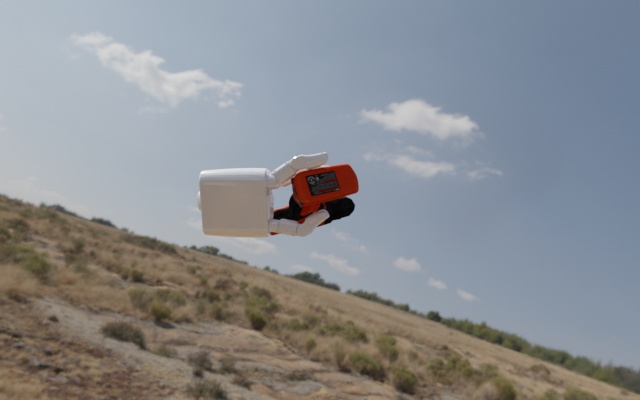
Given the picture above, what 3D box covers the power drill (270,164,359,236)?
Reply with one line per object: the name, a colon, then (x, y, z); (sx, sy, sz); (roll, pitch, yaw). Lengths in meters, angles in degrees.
power drill: (0.000, 0.003, 0.835); (0.184, 0.057, 0.188); (-14, -18, -22)
